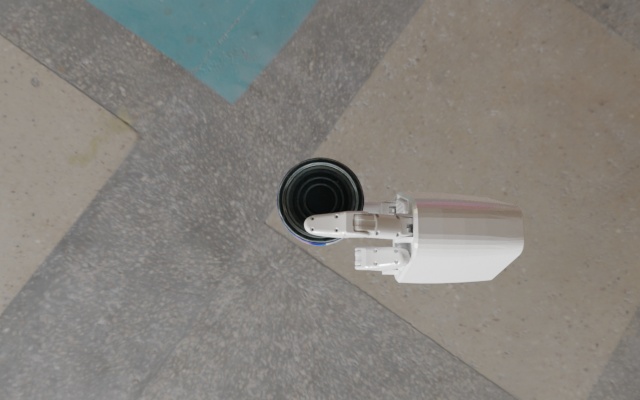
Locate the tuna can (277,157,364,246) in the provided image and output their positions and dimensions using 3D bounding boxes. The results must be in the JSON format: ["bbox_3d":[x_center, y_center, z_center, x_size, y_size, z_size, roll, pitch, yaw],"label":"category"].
[{"bbox_3d":[0.000,0.001,0.472,0.086,0.086,0.034,0,-8,0],"label":"tuna can"}]
